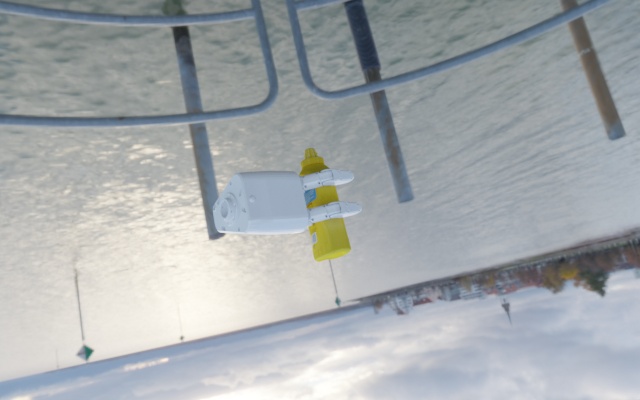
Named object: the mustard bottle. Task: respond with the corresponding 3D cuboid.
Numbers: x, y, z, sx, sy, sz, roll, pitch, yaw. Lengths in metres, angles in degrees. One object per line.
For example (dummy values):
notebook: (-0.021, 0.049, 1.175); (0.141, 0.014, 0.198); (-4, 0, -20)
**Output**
mustard bottle: (0.000, 0.003, 0.809); (0.058, 0.191, 0.096); (-9, -13, -16)
